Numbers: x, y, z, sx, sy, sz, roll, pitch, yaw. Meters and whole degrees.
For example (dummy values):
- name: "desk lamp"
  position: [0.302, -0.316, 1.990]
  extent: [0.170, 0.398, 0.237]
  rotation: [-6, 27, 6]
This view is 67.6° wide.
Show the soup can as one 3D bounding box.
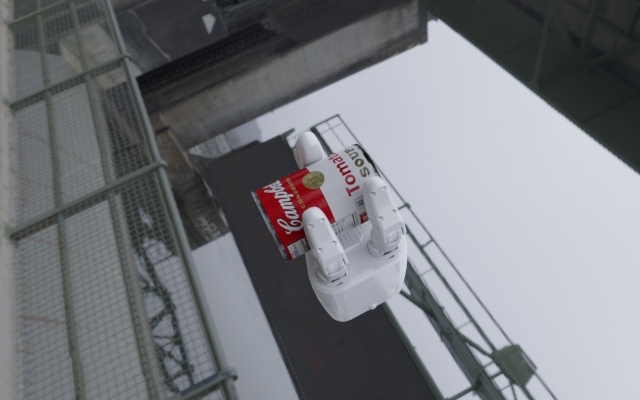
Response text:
- name: "soup can"
  position: [0.000, 0.001, 0.418]
  extent: [0.102, 0.068, 0.068]
  rotation: [-26, 3, -6]
